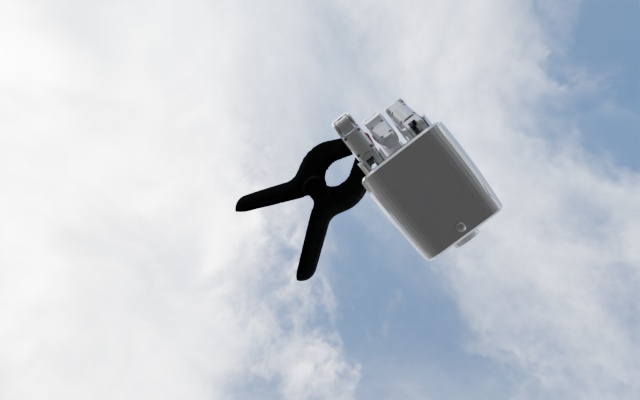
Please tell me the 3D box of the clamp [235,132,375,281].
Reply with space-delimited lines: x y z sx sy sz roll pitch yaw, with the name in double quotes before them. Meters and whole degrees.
"clamp" 0.000 0.002 0.521 0.171 0.120 0.039 -38 -8 10
